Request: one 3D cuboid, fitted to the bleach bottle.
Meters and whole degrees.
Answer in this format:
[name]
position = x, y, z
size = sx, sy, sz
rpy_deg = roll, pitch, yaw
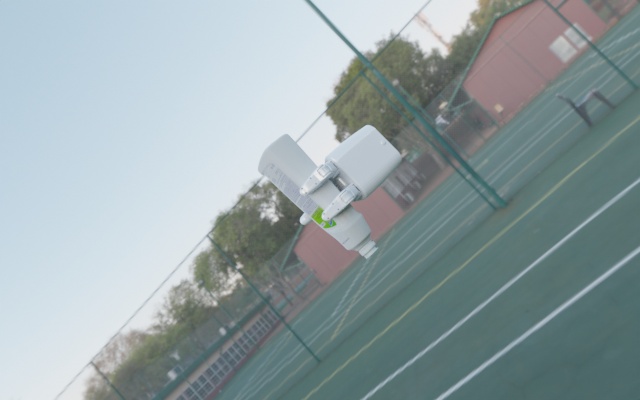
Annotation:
[bleach bottle]
position = 0.000, 0.003, 0.831
size = 0.068, 0.251, 0.103
rpy_deg = -42, -5, -23
